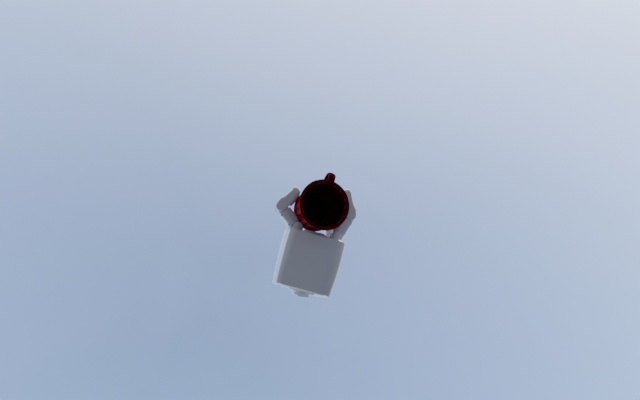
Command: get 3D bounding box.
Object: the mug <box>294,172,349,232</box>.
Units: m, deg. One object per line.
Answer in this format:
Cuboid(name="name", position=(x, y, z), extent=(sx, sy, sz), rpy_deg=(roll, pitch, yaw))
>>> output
Cuboid(name="mug", position=(0.000, 0.002, 0.891), extent=(0.093, 0.117, 0.081), rpy_deg=(19, -14, -12))
